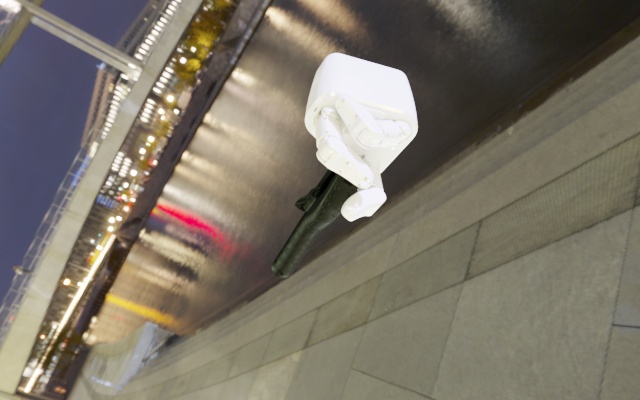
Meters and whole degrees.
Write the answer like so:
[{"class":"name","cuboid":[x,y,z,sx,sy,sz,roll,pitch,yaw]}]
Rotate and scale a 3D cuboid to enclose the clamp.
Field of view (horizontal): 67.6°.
[{"class":"clamp","cuboid":[0.000,0.001,0.543,0.039,0.120,0.171,27,-52,-18]}]
